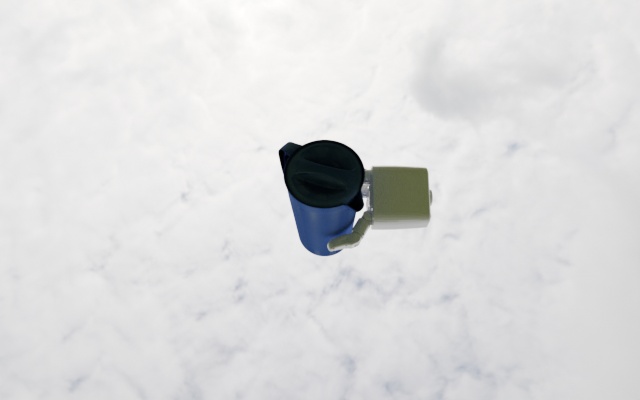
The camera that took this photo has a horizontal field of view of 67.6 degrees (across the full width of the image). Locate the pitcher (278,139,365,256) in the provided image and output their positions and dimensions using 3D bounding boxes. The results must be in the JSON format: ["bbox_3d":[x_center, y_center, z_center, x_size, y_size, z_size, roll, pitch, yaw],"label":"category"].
[{"bbox_3d":[0.000,0.003,0.878,0.145,0.149,0.243,-2,-29,-1],"label":"pitcher"}]
